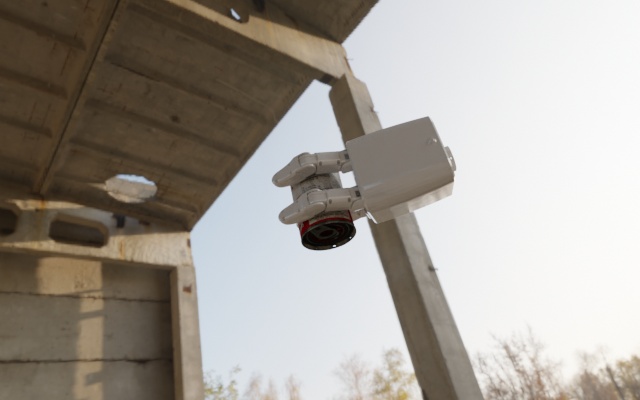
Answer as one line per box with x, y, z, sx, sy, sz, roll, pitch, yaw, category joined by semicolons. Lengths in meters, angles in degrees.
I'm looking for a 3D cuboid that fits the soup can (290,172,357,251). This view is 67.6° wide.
0.000;0.002;0.595;0.068;0.102;0.068;-10;-32;-6;soup can
